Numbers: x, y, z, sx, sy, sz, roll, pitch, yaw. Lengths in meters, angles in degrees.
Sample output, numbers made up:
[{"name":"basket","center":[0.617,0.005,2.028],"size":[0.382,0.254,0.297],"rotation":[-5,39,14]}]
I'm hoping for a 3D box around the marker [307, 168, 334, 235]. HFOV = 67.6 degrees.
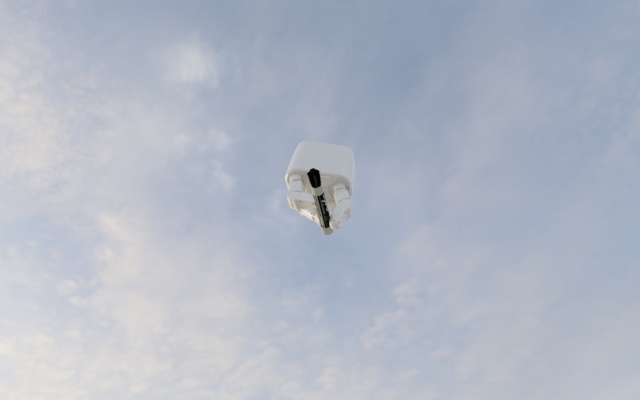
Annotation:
[{"name":"marker","center":[0.000,0.002,0.731],"size":[0.020,0.121,0.020],"rotation":[-9,36,7]}]
